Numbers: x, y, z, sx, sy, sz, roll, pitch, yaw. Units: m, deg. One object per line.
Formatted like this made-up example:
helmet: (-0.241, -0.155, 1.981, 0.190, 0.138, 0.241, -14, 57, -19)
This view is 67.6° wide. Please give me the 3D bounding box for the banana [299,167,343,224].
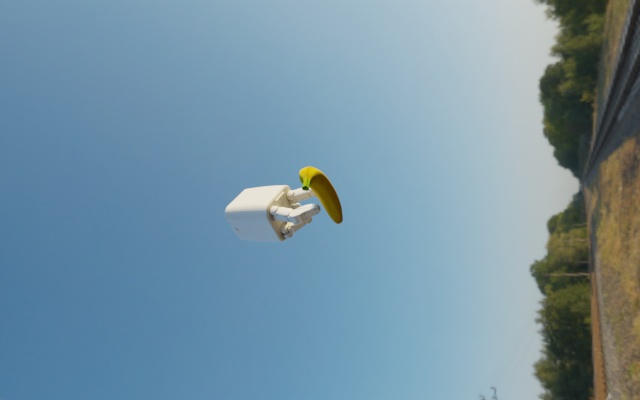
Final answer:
banana: (0.000, -0.016, 0.901, 0.037, 0.069, 0.198, -5, -22, 21)
